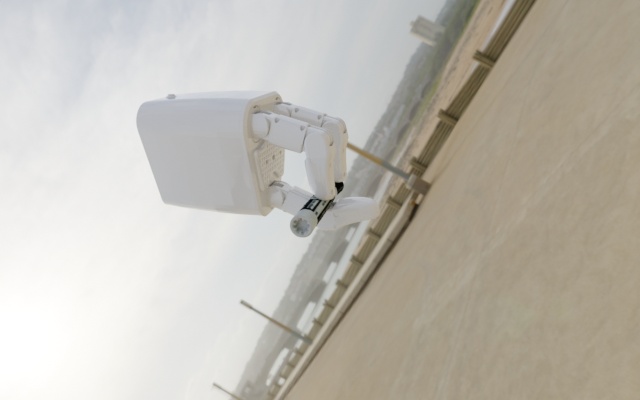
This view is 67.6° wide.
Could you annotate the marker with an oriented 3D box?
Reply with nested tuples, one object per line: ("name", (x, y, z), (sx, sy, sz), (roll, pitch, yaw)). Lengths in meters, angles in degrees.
("marker", (0.000, 0.001, 0.420), (0.020, 0.020, 0.121), (0, 18, 15))
